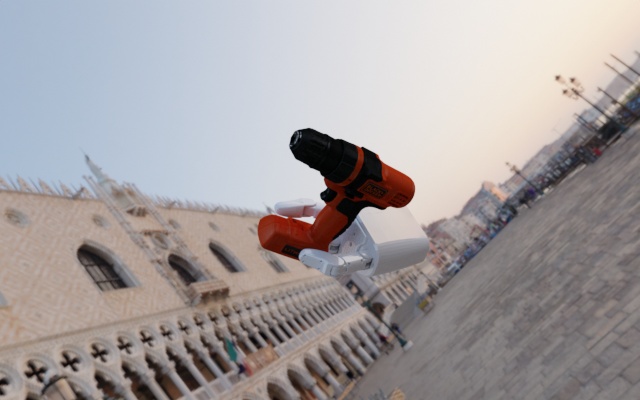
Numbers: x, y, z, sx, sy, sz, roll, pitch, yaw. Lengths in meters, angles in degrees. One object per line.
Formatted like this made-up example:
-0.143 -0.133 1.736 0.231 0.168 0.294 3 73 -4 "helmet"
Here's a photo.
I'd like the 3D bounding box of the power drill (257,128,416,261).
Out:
0.000 0.002 0.607 0.184 0.057 0.188 24 -50 -31 "power drill"
